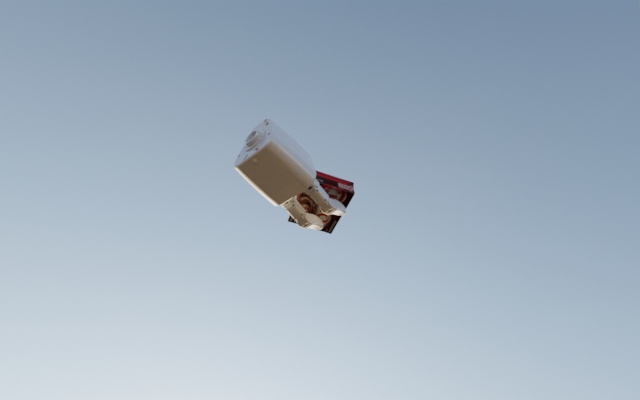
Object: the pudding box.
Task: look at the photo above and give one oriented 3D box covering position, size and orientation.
[{"bbox_3d":[0.000,0.003,0.878,0.090,0.039,0.114,18,-49,-13],"label":"pudding box"}]
